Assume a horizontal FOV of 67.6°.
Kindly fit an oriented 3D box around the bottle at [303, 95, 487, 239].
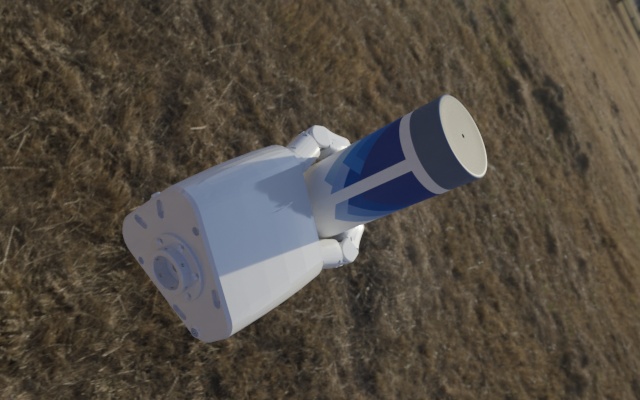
[{"bbox_3d":[0.000,0.001,0.438,0.296,0.069,0.069,-25,-16,39],"label":"bottle"}]
